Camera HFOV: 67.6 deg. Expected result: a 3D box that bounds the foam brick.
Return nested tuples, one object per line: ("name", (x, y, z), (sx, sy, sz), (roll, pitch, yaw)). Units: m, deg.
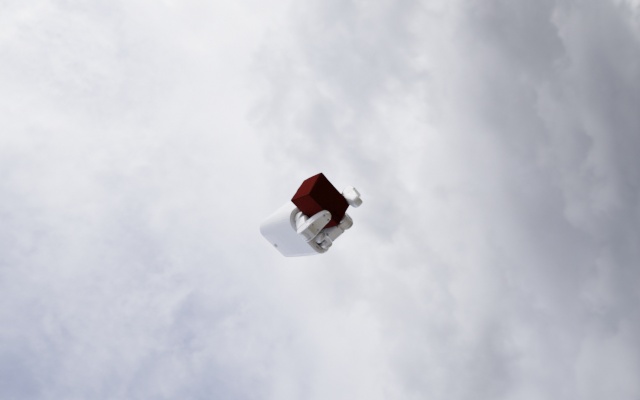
("foam brick", (0.000, 0.002, 0.790), (0.051, 0.053, 0.078), (-17, -56, 48))
